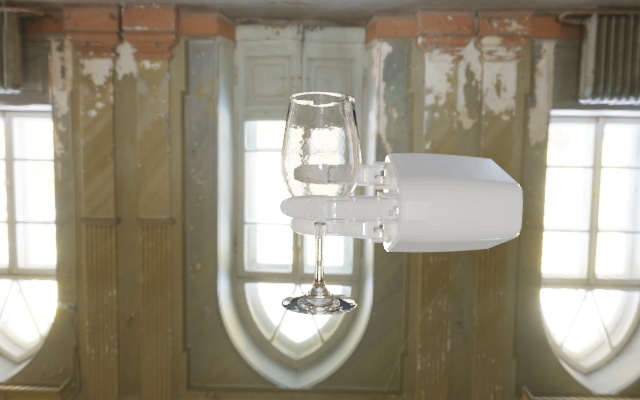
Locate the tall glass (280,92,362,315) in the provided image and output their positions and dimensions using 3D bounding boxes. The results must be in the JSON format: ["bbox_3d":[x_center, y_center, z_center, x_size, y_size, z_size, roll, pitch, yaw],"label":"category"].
[{"bbox_3d":[0.000,0.002,0.459,0.079,0.201,0.079,1,4,0],"label":"tall glass"}]
